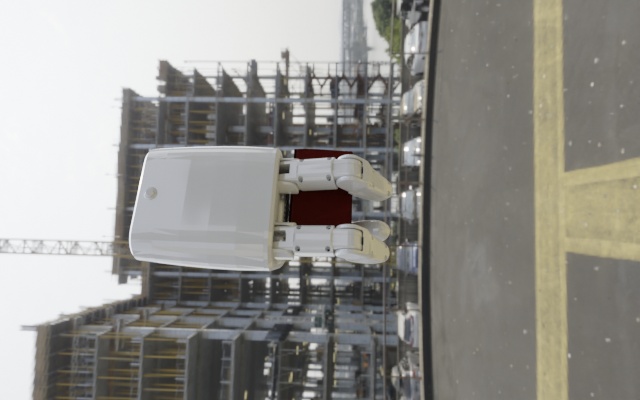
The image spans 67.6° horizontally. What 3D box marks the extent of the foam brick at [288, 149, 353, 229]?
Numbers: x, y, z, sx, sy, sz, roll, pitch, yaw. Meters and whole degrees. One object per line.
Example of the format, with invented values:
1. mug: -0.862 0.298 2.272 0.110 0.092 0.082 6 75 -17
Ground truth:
1. foam brick: 0.000 0.001 0.408 0.051 0.078 0.053 3 -23 0
